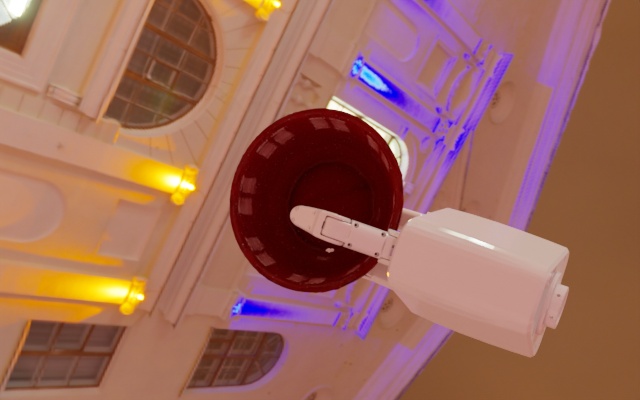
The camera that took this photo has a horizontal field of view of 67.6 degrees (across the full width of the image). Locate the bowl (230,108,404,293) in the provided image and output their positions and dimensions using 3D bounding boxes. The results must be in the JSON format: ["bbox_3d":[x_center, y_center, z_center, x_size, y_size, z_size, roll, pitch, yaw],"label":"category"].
[{"bbox_3d":[-0.001,0.001,0.438,0.162,0.162,0.055,0,-7,19],"label":"bowl"}]
